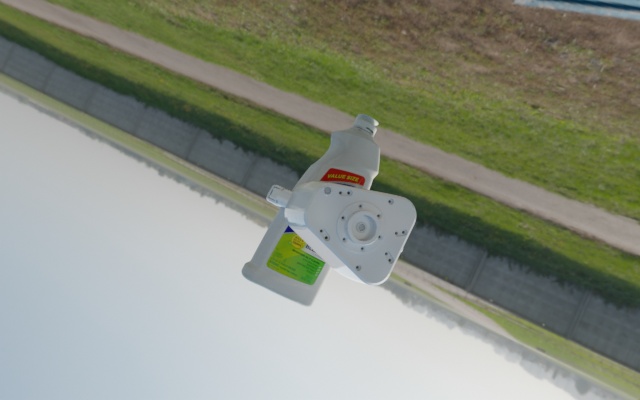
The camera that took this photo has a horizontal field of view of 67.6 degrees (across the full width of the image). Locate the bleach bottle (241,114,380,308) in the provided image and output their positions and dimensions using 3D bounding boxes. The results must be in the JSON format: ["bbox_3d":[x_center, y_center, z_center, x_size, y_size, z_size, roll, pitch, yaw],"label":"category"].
[{"bbox_3d":[0.000,0.002,0.610,0.102,0.251,0.068,27,-5,-11],"label":"bleach bottle"}]
